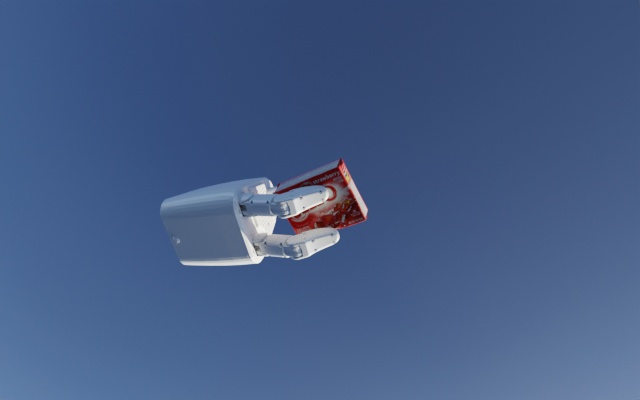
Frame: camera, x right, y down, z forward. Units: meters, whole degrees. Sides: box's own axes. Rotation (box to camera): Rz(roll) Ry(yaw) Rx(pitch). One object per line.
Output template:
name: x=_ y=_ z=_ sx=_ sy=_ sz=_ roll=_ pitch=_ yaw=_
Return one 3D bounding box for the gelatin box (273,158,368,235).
gelatin box: x=0.000 y=0.002 z=0.557 sx=0.089 sy=0.073 sz=0.030 roll=-21 pitch=21 yaw=20
